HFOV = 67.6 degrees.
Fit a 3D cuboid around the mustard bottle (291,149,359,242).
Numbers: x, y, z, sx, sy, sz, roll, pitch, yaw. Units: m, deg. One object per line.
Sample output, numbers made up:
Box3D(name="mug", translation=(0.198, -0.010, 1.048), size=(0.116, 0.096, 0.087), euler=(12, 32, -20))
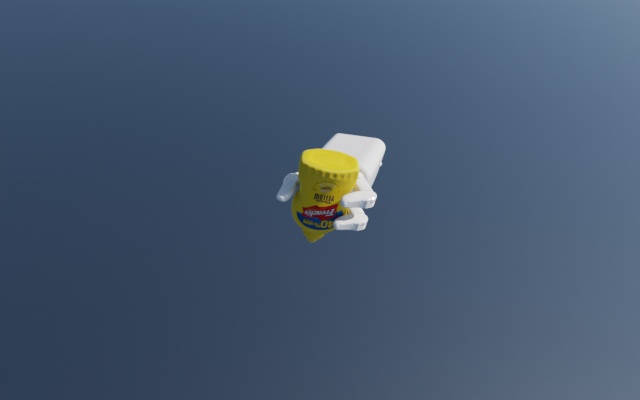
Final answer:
Box3D(name="mustard bottle", translation=(0.000, 0.003, 0.819), size=(0.096, 0.192, 0.058), euler=(7, 43, -7))
